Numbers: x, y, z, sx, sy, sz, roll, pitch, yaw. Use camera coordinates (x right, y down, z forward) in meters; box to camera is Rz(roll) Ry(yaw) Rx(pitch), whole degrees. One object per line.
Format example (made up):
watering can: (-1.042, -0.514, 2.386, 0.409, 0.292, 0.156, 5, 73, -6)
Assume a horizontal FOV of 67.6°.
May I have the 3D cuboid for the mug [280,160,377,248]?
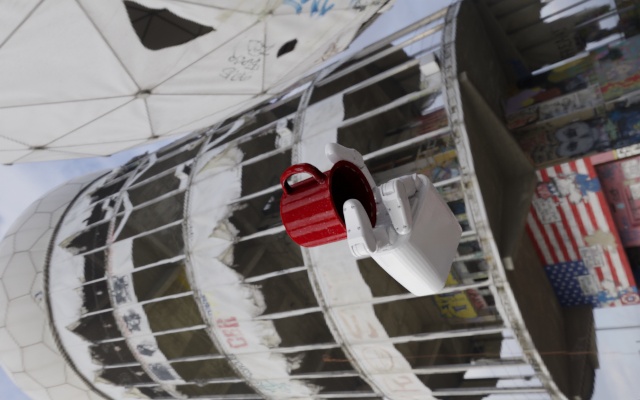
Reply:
mug: (-0.001, 0.001, 0.555, 0.081, 0.093, 0.117, -19, -49, 35)
